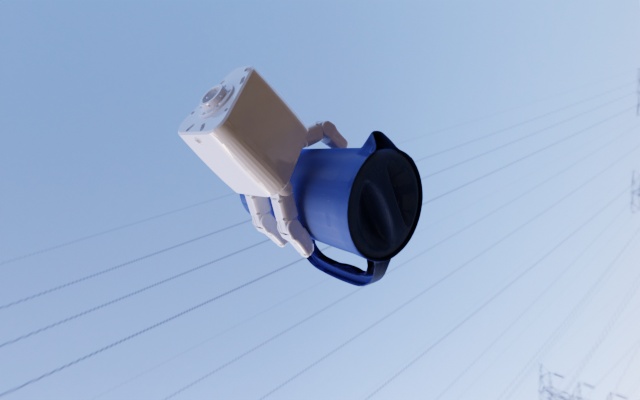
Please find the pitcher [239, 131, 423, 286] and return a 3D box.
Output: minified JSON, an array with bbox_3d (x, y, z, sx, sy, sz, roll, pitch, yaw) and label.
[{"bbox_3d":[0.000,0.002,0.628,0.243,0.149,0.145,10,-29,47],"label":"pitcher"}]
